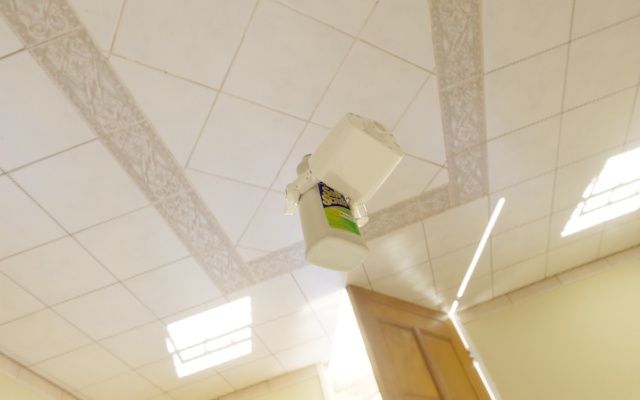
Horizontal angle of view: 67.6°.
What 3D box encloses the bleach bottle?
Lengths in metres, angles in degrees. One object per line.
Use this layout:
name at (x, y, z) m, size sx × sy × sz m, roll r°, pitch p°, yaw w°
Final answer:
bleach bottle at (0.000, 0.003, 0.809) m, size 0.102 × 0.068 × 0.250 m, roll 20°, pitch 33°, yaw -32°
